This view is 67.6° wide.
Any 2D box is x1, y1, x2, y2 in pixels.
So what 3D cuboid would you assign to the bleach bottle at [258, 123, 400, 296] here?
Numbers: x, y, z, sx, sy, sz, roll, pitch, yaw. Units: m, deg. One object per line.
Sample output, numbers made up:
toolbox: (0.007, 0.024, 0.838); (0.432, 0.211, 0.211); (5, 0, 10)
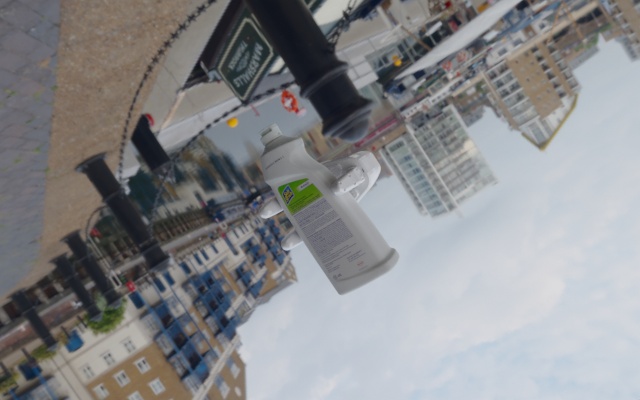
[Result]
bleach bottle: (0.000, 0.002, 0.660); (0.102, 0.251, 0.068); (-32, 2, 22)
